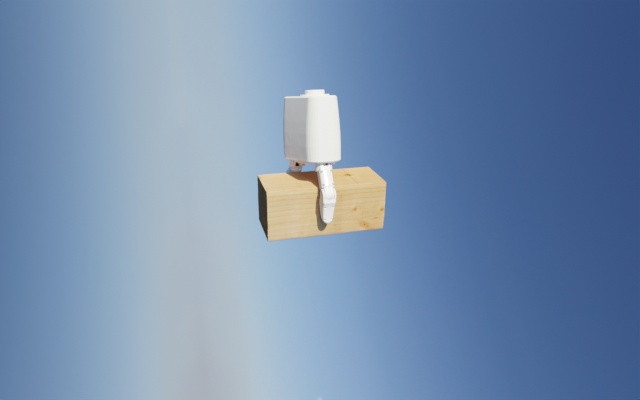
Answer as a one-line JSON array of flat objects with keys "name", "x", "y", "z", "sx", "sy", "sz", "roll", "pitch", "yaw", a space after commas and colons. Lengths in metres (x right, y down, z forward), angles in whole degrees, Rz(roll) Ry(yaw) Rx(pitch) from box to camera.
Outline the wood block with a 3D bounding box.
[{"name": "wood block", "x": 0.000, "y": 0.002, "z": 0.833, "sx": 0.206, "sy": 0.090, "sz": 0.090, "roll": -5, "pitch": 24, "yaw": -15}]
